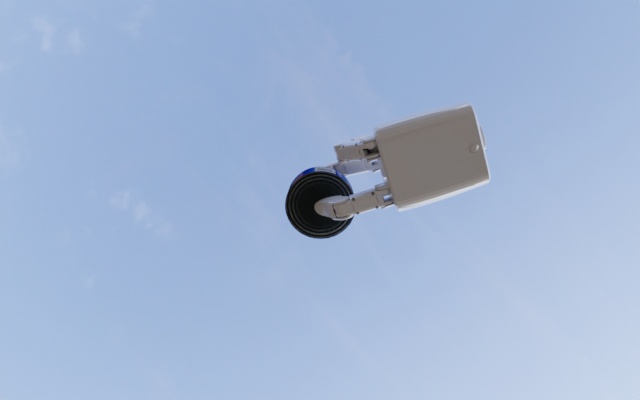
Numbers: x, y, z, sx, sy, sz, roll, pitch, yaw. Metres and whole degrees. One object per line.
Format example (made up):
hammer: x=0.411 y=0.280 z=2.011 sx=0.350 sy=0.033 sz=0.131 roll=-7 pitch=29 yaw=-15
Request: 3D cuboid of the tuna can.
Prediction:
tuna can: x=0.000 y=0.002 z=0.590 sx=0.086 sy=0.086 sz=0.033 roll=0 pitch=17 yaw=0
